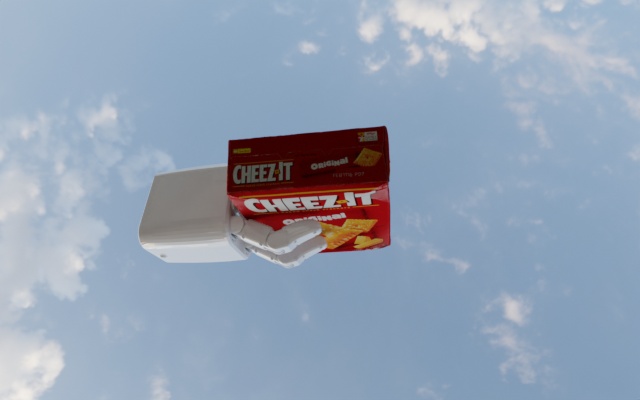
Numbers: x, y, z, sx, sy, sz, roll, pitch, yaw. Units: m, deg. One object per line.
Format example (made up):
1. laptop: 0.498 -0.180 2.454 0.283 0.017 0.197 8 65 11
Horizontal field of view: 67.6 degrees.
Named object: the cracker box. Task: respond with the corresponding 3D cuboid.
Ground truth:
1. cracker box: 0.000 0.002 0.564 0.164 0.072 0.214 -5 -23 7
